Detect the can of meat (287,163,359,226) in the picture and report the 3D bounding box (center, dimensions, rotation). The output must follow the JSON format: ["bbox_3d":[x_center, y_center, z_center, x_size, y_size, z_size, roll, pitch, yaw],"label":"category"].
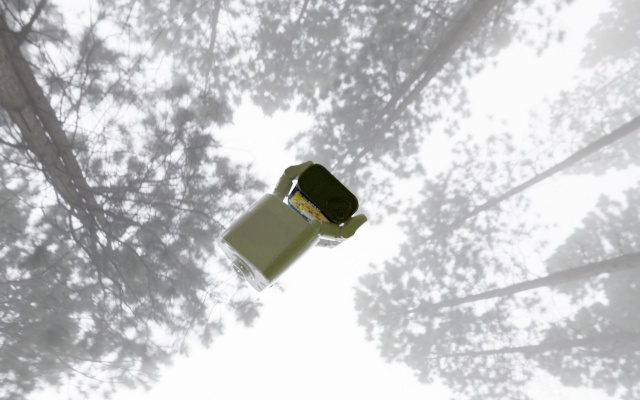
[{"bbox_3d":[0.000,0.002,0.763,0.057,0.102,0.084,-47,-1,-27],"label":"can of meat"}]
